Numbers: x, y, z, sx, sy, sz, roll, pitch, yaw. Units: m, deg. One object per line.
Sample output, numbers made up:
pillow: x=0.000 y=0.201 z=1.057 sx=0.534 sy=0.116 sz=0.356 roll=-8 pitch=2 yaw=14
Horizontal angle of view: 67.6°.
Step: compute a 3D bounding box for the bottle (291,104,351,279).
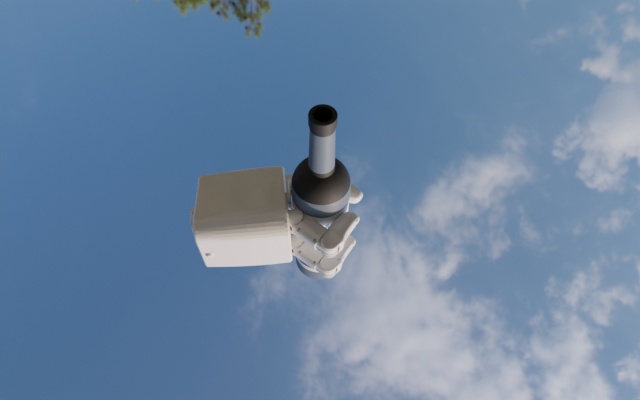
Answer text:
bottle: x=0.000 y=0.002 z=0.561 sx=0.069 sy=0.069 sz=0.296 roll=0 pitch=-33 yaw=-1
